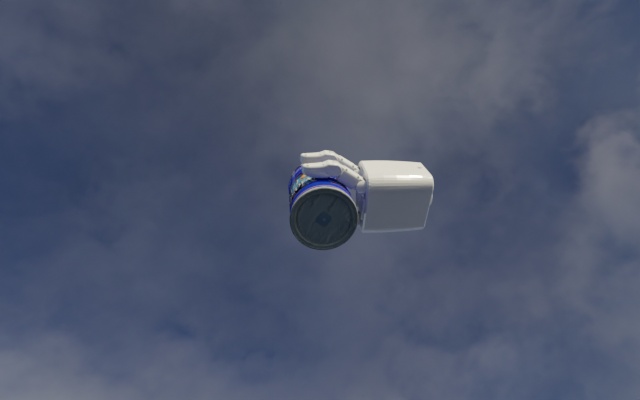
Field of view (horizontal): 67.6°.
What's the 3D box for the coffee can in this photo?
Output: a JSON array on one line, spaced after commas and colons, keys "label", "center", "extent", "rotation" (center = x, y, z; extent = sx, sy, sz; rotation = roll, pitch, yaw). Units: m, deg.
[{"label": "coffee can", "center": [0.000, 0.003, 0.771], "extent": [0.103, 0.103, 0.140], "rotation": [0, 22, -5]}]
